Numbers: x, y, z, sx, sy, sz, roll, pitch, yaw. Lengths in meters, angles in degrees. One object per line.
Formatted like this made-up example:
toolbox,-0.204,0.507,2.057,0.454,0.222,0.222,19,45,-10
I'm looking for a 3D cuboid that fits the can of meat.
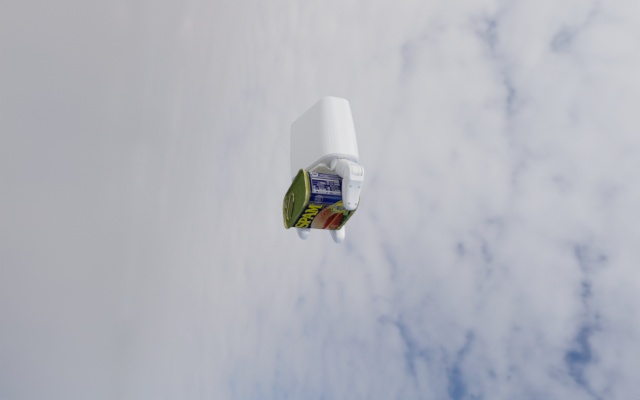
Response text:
can of meat,0.000,0.002,0.689,0.084,0.057,0.102,5,-32,-21
